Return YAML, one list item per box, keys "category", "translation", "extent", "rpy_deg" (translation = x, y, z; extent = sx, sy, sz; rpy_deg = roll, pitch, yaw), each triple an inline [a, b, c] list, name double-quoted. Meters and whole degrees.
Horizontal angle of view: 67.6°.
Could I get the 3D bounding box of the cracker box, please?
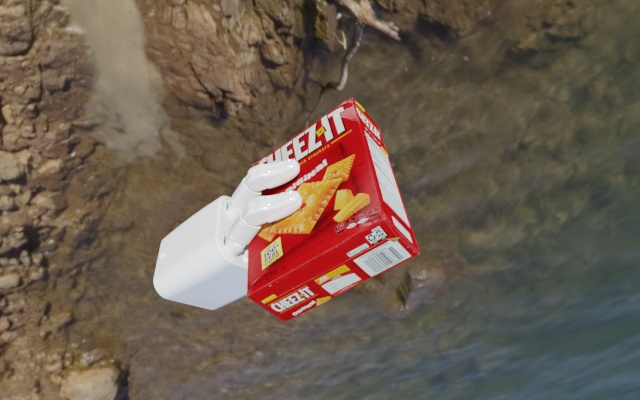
- category: "cracker box"
  translation: [0.000, 0.002, 0.530]
  extent: [0.164, 0.213, 0.072]
  rpy_deg: [-31, -52, 20]
